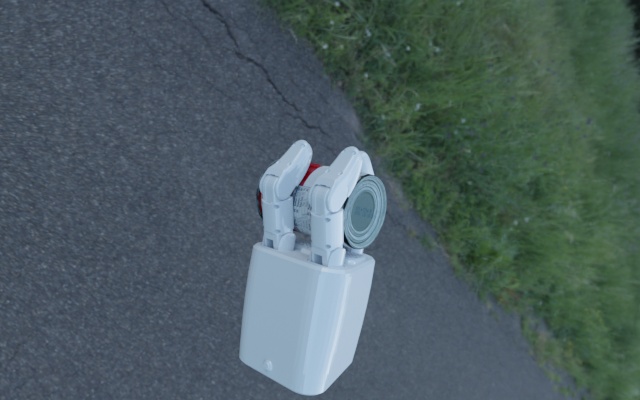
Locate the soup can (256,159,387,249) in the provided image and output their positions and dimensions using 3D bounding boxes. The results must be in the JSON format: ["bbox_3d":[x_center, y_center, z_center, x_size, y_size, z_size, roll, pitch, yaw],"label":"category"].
[{"bbox_3d":[0.000,0.001,0.437,0.102,0.068,0.068,13,8,37],"label":"soup can"}]
